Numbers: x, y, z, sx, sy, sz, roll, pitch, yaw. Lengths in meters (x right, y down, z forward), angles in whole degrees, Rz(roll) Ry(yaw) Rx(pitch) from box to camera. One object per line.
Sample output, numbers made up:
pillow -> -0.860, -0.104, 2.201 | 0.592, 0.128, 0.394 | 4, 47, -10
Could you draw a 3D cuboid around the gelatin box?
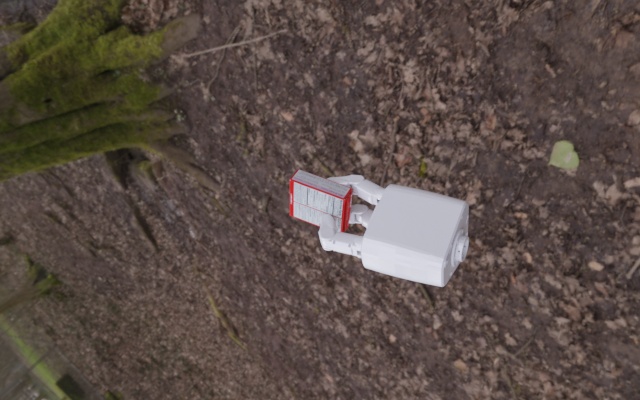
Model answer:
gelatin box -> 0.000, 0.002, 0.684 | 0.089, 0.073, 0.030 | 20, 47, 16
